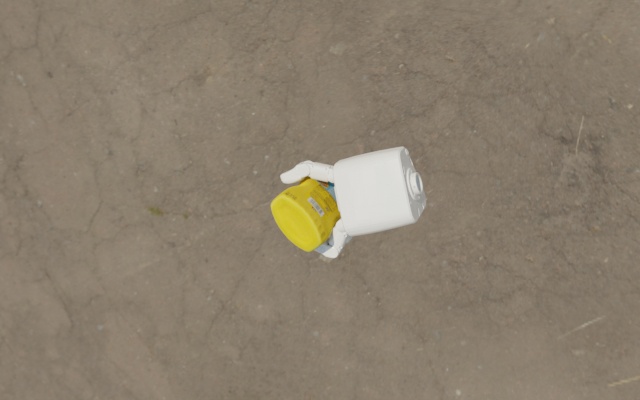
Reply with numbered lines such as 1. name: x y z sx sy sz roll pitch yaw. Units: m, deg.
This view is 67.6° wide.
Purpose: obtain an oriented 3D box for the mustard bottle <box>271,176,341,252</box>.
1. mustard bottle: 0.000 0.003 0.771 0.058 0.096 0.191 -40 0 31
